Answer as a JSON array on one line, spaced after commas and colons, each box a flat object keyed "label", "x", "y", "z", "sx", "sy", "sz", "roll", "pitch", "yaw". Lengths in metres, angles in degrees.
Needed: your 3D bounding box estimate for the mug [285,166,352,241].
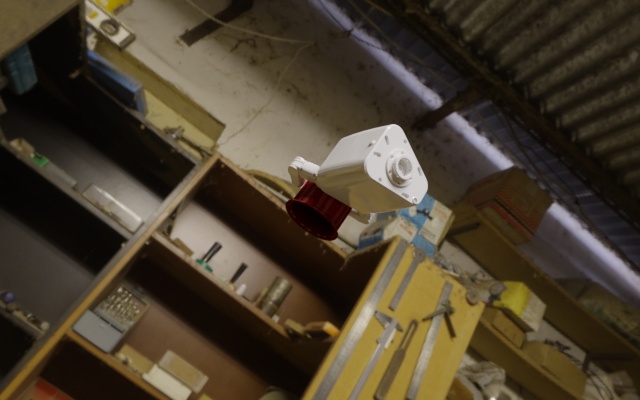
[{"label": "mug", "x": -0.001, "y": 0.002, "z": 0.741, "sx": 0.093, "sy": 0.081, "sz": 0.117, "roll": 47, "pitch": -27, "yaw": -22}]
